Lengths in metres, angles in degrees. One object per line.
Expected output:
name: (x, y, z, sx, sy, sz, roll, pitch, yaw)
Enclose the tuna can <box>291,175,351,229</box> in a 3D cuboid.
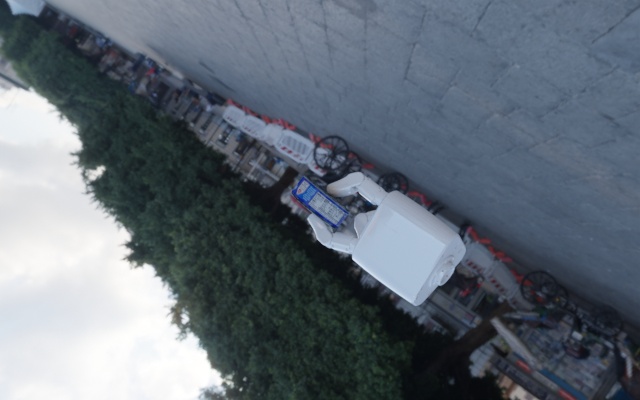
tuna can: (0.000, 0.003, 0.684, 0.086, 0.034, 0.086, 39, 3, -2)
